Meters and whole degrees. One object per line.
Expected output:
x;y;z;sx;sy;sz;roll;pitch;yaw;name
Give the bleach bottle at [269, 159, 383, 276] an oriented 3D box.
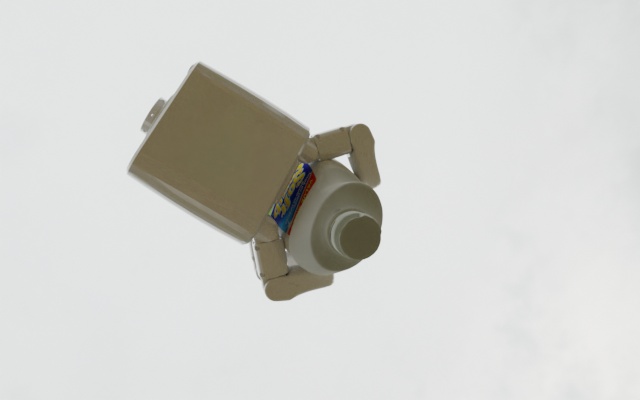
0.000;0.001;0.422;0.068;0.102;0.251;32;-1;-16;bleach bottle
